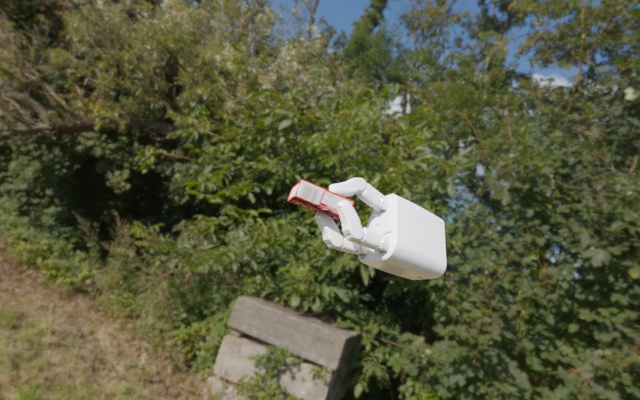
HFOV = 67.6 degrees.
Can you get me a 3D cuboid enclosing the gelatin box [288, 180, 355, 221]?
[{"bbox_3d":[0.000,0.002,0.723,0.089,0.030,0.073,23,-10,-10],"label":"gelatin box"}]
